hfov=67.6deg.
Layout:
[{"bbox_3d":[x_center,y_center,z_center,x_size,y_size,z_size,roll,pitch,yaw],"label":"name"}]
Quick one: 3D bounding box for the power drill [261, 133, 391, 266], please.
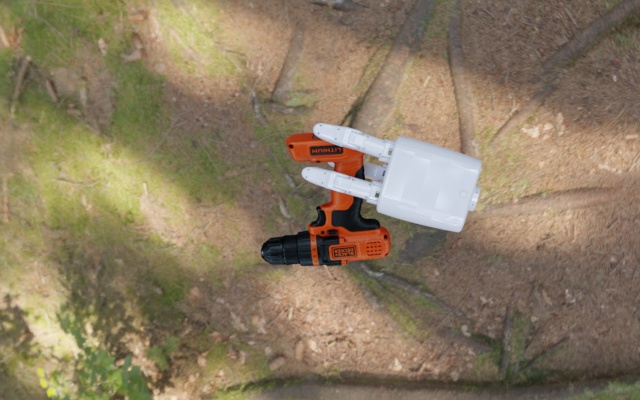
[{"bbox_3d":[0.000,0.002,0.655,0.184,0.188,0.057,-5,21,1],"label":"power drill"}]
